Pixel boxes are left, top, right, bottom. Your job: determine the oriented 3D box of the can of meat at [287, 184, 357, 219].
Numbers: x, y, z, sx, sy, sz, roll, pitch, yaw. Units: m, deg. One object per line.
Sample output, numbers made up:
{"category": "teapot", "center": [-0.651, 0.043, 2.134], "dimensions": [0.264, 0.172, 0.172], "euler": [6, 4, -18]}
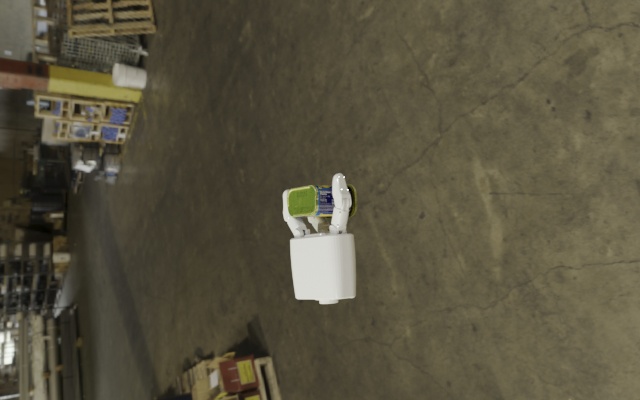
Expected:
{"category": "can of meat", "center": [0.000, 0.003, 0.840], "dimensions": [0.084, 0.057, 0.102], "euler": [1, -5, -34]}
